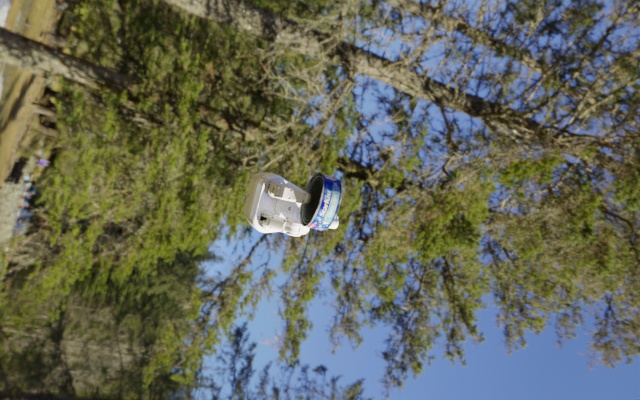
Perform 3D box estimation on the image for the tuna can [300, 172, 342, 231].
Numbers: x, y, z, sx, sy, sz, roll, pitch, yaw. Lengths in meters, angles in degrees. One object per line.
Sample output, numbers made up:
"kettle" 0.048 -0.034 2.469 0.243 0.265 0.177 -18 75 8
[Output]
"tuna can" 0.001 0.003 0.732 0.034 0.086 0.086 17 -6 -19
